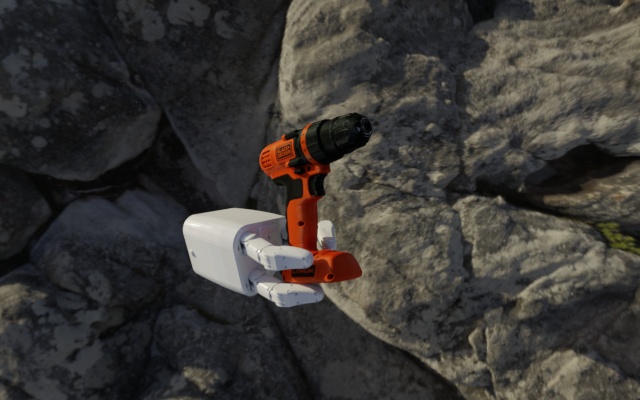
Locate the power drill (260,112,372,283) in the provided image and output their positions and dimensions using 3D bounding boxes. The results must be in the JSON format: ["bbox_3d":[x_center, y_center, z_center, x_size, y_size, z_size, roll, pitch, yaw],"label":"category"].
[{"bbox_3d":[0.000,0.002,0.568,0.057,0.187,0.184,-1,-8,-39],"label":"power drill"}]
